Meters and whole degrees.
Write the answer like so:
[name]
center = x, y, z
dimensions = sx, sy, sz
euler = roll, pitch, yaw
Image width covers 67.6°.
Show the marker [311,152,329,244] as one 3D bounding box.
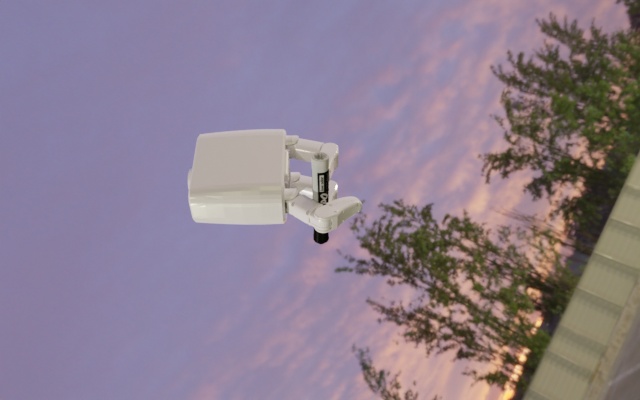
[marker]
center = 0.000, 0.002, 0.535
dimensions = 0.020, 0.121, 0.020
euler = 0, 38, 0
